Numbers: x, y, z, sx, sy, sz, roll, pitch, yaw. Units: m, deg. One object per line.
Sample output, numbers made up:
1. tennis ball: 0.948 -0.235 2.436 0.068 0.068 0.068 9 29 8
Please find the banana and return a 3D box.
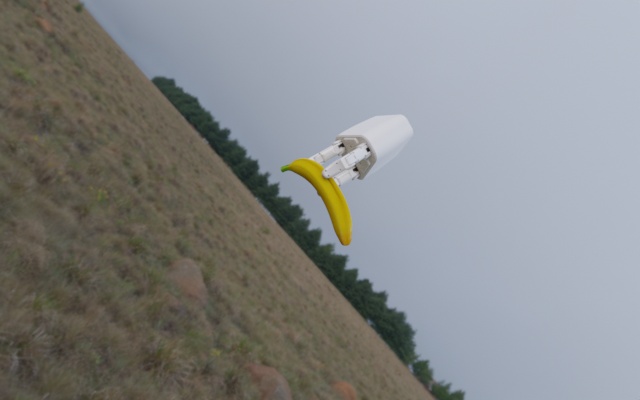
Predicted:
1. banana: 0.006 -0.011 0.858 0.037 0.197 0.070 -19 -27 -44
